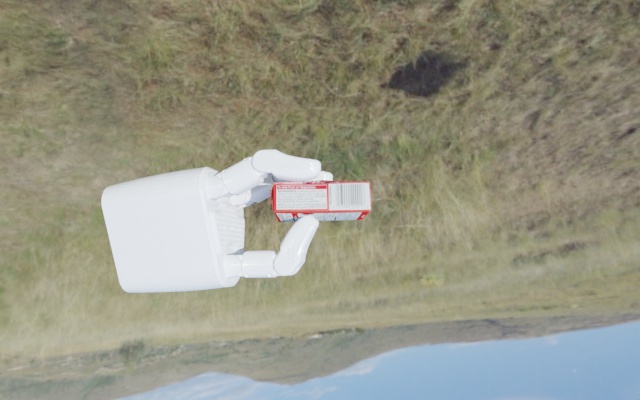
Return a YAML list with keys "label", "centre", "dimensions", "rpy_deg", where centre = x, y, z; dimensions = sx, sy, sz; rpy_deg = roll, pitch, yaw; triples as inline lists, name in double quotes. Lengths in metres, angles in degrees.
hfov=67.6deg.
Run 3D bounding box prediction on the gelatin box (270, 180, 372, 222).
- label: "gelatin box"
  centre: [0.000, 0.002, 0.451]
  dimensions: [0.089, 0.030, 0.073]
  rpy_deg: [-1, -9, -1]
